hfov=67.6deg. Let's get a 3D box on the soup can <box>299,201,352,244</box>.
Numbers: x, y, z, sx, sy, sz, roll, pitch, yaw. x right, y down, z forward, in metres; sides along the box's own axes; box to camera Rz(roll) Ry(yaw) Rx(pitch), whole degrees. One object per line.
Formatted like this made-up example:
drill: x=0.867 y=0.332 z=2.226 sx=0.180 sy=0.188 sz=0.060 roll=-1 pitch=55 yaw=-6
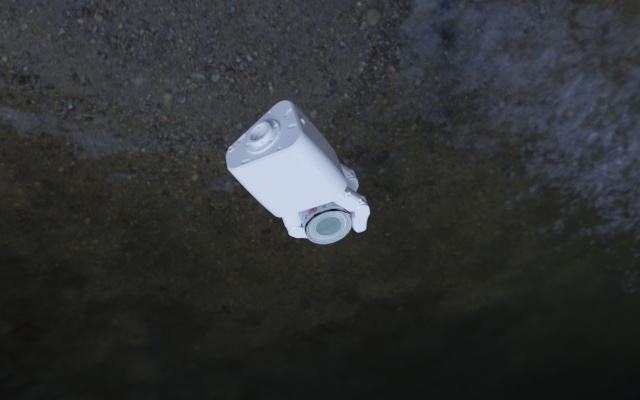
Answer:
soup can: x=0.000 y=0.003 z=0.676 sx=0.068 sy=0.069 sz=0.102 roll=0 pitch=43 yaw=-19
